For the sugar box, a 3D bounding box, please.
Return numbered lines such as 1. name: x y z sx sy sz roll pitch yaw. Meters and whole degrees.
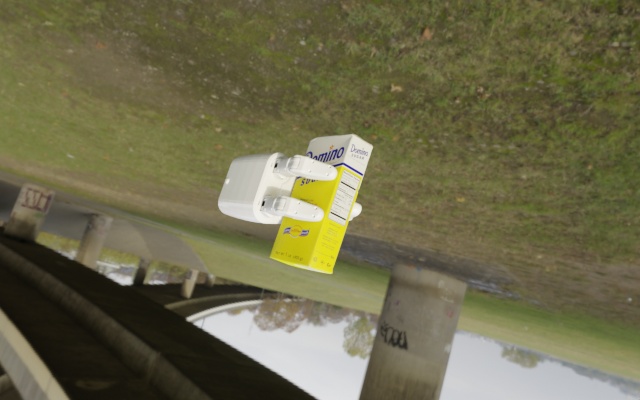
1. sugar box: 0.000 0.002 0.624 0.048 0.176 0.093 24 -13 -36
